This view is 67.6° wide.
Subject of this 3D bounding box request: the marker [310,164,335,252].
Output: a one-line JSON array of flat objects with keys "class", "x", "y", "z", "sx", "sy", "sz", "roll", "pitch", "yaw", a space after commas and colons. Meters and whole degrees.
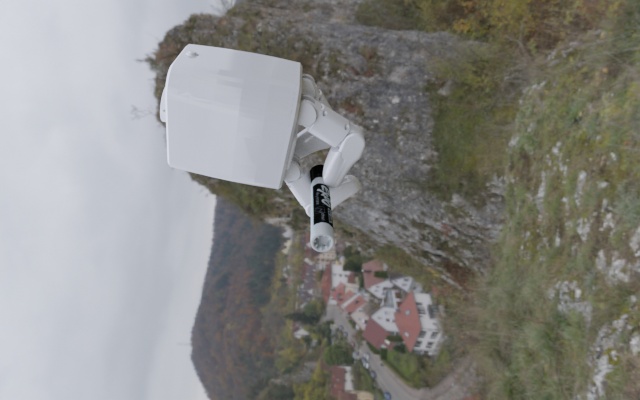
[{"class": "marker", "x": 0.000, "y": 0.001, "z": 0.419, "sx": 0.020, "sy": 0.020, "sz": 0.121, "roll": 0, "pitch": 32, "yaw": -2}]
